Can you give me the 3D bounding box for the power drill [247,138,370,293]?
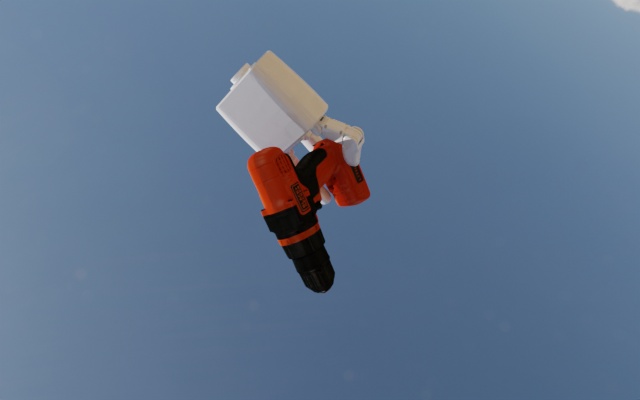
[{"bbox_3d":[0.000,0.002,0.615,0.057,0.184,0.187,-16,12,31],"label":"power drill"}]
